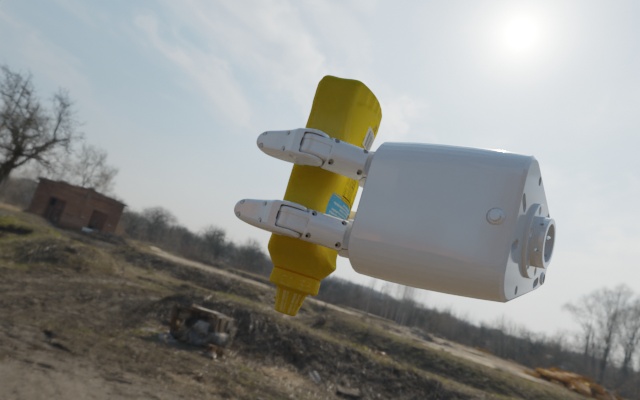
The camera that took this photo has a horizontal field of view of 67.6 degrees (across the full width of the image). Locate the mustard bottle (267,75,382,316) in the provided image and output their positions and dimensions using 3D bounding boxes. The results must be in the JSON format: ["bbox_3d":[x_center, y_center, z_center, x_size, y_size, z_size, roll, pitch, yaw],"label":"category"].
[{"bbox_3d":[0.000,0.001,0.401,0.058,0.191,0.096,14,-11,14],"label":"mustard bottle"}]
